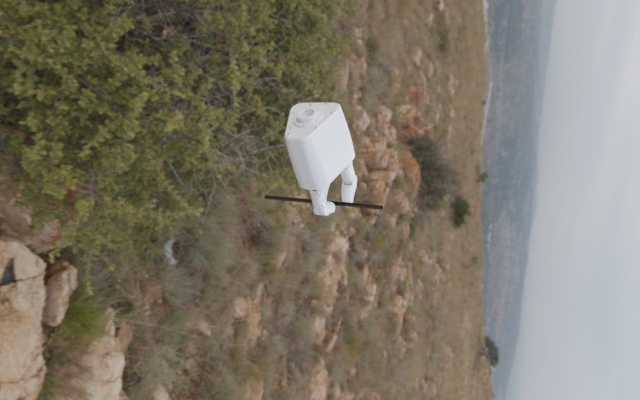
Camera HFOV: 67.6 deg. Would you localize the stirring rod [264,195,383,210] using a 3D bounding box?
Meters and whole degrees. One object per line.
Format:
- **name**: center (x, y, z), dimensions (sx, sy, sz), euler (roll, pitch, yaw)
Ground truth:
- **stirring rod**: center (0.000, 0.003, 0.891), dimensions (0.239, 0.011, 0.011), euler (5, 2, 25)
